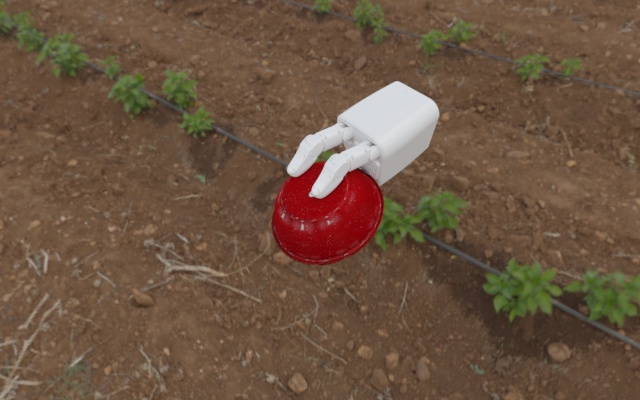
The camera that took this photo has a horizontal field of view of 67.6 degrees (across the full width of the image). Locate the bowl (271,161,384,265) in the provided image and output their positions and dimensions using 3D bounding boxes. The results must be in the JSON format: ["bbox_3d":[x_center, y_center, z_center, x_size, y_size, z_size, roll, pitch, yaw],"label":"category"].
[{"bbox_3d":[-0.001,0.003,0.634,0.162,0.162,0.055,0,-32,22],"label":"bowl"}]
